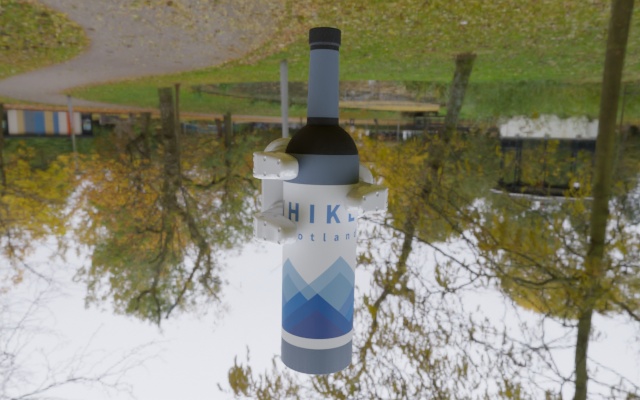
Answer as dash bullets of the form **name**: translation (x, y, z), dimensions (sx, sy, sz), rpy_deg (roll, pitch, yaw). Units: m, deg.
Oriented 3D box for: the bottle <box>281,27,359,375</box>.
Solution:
- **bottle**: translation (0.000, 0.002, 0.425), dimensions (0.069, 0.296, 0.069), rpy_deg (2, 8, 0)
